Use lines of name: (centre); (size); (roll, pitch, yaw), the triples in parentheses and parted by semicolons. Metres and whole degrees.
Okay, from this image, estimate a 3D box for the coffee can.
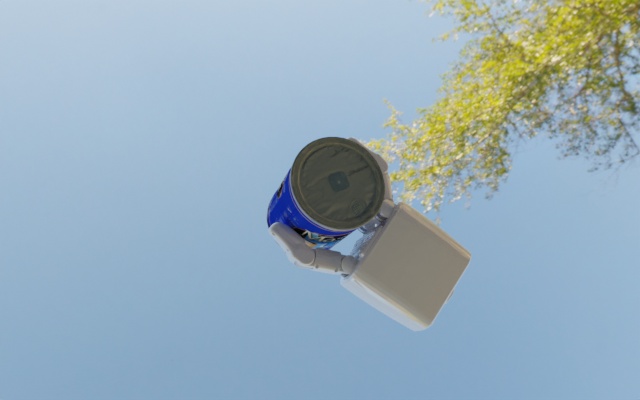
coffee can: (0.000, 0.002, 0.555); (0.103, 0.102, 0.140); (0, -18, -17)
